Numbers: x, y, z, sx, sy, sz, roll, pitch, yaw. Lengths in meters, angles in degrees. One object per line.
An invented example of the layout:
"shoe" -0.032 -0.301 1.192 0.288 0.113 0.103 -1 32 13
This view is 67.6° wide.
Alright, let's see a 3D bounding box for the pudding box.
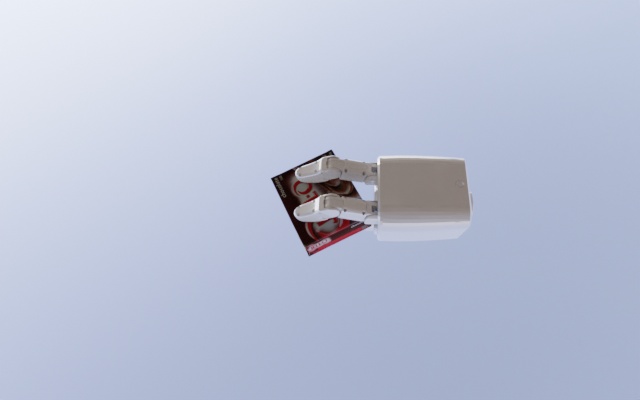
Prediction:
"pudding box" 0.000 0.002 0.605 0.090 0.113 0.039 -26 -31 -6
